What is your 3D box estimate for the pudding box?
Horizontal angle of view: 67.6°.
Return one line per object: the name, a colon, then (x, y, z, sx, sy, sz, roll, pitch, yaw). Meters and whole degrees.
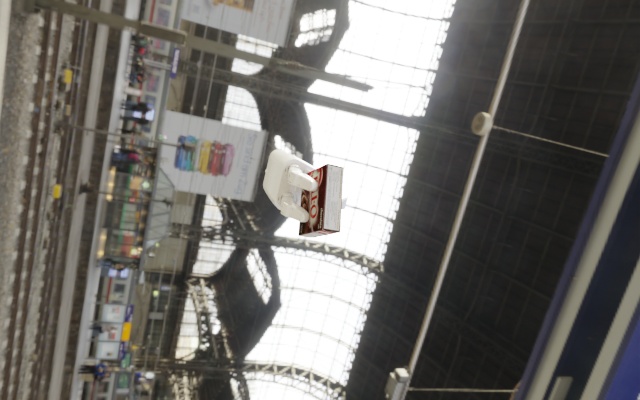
pudding box: (0.000, 0.003, 0.803, 0.039, 0.113, 0.090, 8, -13, -26)
